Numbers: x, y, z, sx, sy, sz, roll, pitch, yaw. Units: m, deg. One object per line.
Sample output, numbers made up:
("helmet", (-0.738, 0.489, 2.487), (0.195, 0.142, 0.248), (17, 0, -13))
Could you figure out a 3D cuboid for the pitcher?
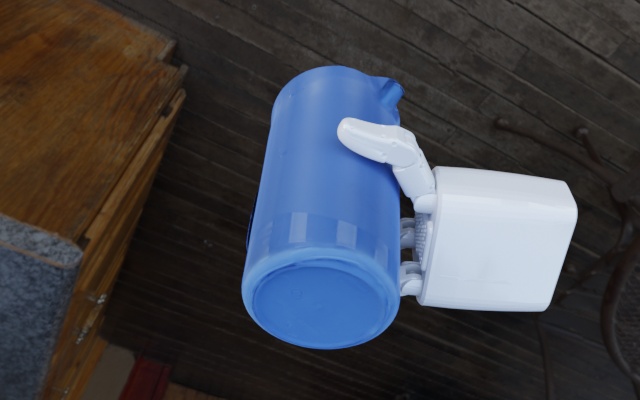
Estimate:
("pitcher", (0.000, 0.001, 0.413), (0.145, 0.149, 0.242), (5, 40, 2))
